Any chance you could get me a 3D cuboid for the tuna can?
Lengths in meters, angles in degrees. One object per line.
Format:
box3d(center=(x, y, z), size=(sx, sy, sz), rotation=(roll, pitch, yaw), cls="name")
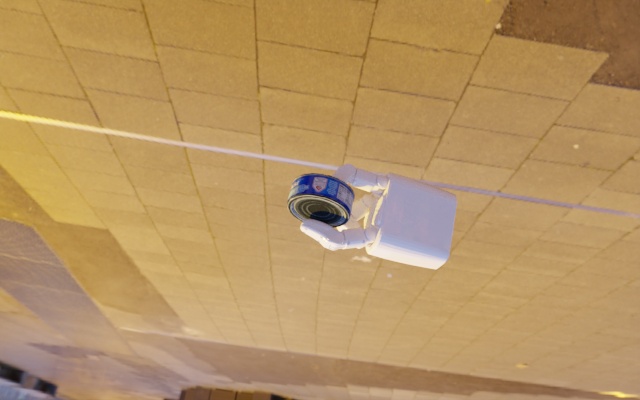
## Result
box3d(center=(0.000, 0.003, 0.626), size=(0.086, 0.033, 0.086), rotation=(10, -30, 6), cls="tuna can")
